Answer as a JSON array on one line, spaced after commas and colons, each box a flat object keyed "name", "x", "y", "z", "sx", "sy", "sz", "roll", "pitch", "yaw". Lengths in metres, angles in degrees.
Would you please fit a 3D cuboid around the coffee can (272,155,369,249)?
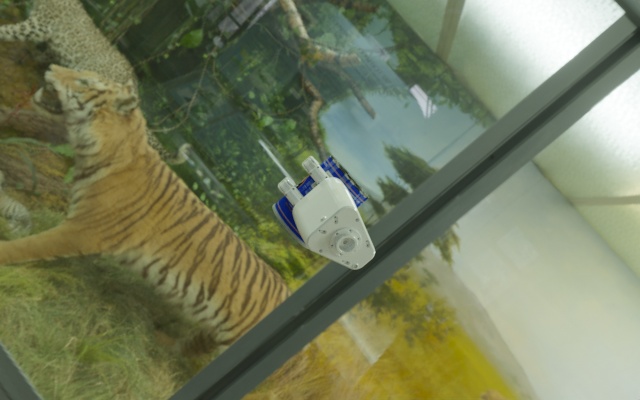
[{"name": "coffee can", "x": 0.000, "y": 0.003, "z": 0.845, "sx": 0.140, "sy": 0.103, "sz": 0.103, "roll": -41, "pitch": -6, "yaw": 7}]
